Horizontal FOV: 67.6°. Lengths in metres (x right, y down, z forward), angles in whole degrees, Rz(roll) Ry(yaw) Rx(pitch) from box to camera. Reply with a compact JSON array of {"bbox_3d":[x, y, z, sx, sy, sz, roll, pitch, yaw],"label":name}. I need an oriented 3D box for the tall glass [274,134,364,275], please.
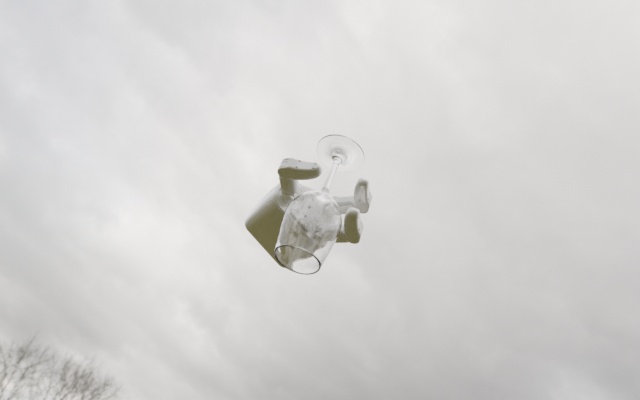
[{"bbox_3d":[0.000,0.002,0.656,0.079,0.201,0.079,13,-39,11],"label":"tall glass"}]
